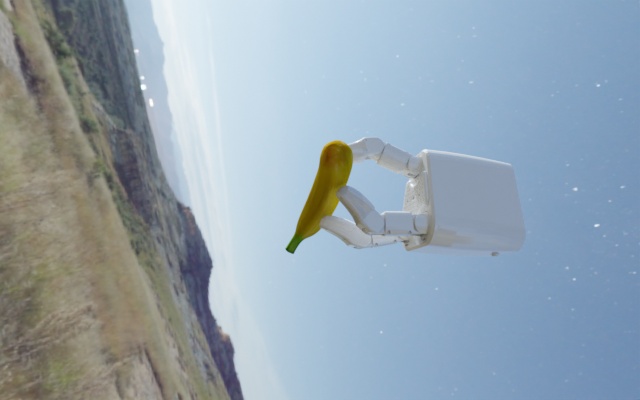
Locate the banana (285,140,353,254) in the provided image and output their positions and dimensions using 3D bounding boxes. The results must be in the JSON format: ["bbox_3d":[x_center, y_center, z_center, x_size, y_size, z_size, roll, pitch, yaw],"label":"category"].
[{"bbox_3d":[0.006,-0.010,0.520,0.037,0.069,0.198,24,-38,2],"label":"banana"}]
